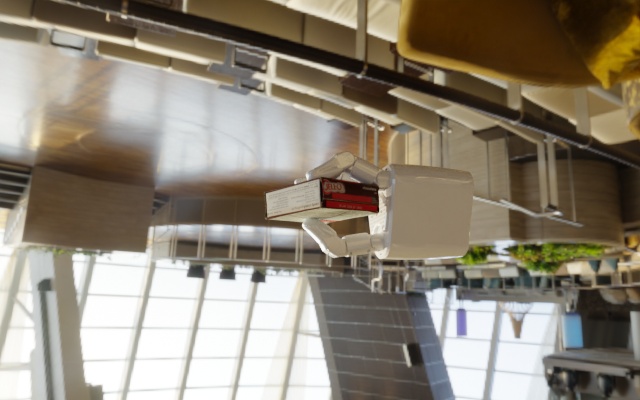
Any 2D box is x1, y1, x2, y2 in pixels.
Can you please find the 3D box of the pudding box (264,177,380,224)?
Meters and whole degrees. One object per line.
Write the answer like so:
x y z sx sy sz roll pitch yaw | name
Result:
0.000 0.002 0.566 0.090 0.039 0.113 7 -14 -39 | pudding box
